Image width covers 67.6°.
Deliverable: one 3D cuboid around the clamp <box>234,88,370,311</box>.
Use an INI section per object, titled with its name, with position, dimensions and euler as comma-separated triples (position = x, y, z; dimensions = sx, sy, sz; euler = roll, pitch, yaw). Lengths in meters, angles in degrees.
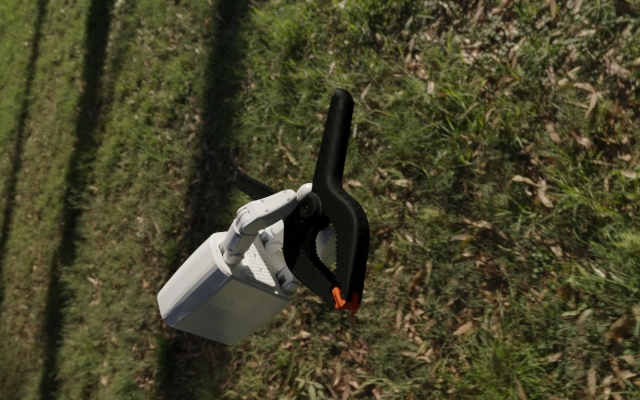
[clamp]
position = 0.000, 0.002, 0.459
dimensions = 0.164, 0.210, 0.036
euler = -42, -35, 22
